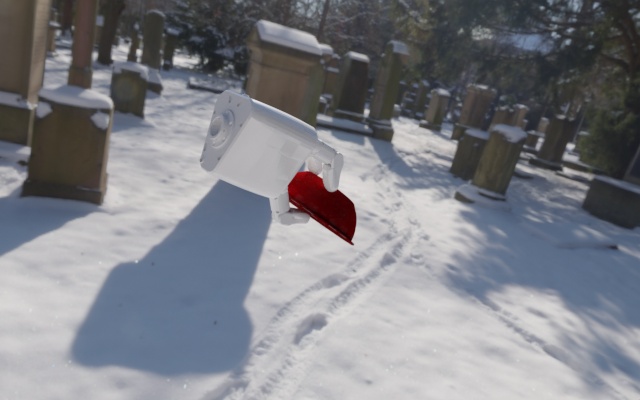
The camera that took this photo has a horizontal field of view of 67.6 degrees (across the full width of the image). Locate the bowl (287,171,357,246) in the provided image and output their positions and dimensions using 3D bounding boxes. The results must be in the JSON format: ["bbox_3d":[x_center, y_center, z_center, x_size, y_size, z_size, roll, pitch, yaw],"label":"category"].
[{"bbox_3d":[0.001,0.003,0.739,0.162,0.055,0.162,35,-4,3],"label":"bowl"}]
